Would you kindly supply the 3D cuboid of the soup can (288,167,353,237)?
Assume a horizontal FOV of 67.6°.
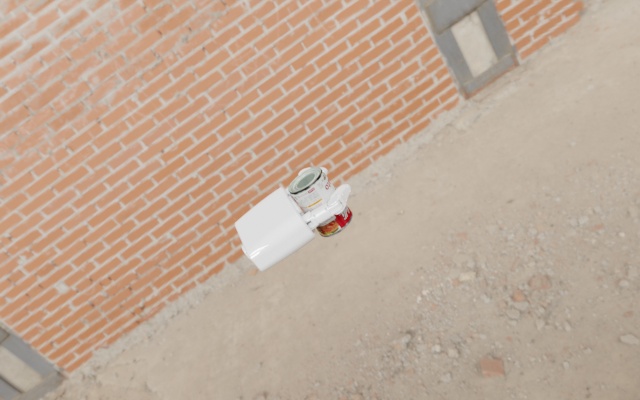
[{"bbox_3d":[0.000,0.002,0.807,0.068,0.102,0.068,-29,26,15],"label":"soup can"}]
